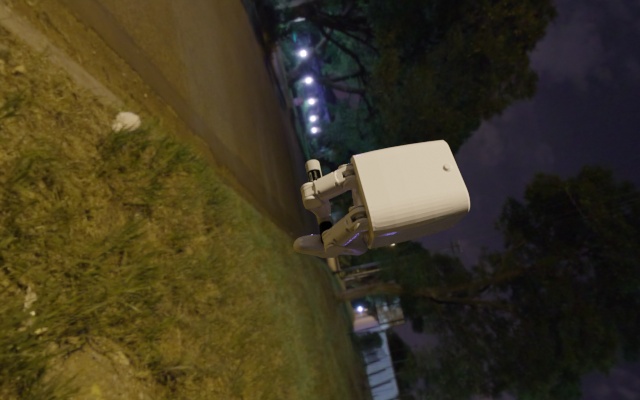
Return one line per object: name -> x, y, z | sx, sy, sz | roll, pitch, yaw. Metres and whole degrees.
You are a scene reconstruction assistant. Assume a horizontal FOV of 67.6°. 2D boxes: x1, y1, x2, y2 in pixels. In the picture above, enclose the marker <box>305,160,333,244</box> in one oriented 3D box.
marker -> 0.000, 0.002, 0.600 | 0.020, 0.121, 0.020 | -9, -31, -6
